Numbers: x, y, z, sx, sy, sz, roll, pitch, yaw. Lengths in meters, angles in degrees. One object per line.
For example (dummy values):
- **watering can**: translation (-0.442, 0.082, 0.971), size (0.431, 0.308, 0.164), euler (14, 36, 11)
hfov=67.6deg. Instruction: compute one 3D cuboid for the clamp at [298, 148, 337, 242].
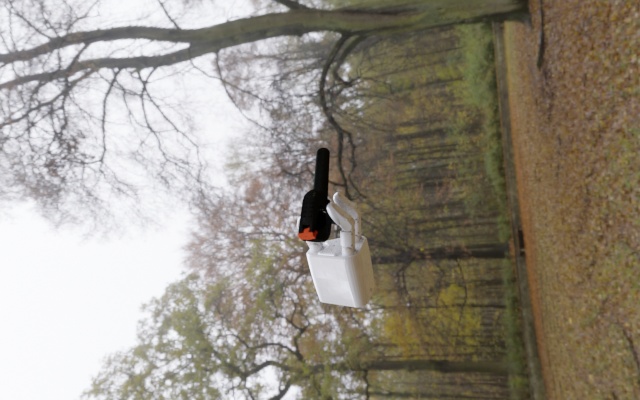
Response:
- **clamp**: translation (-0.001, 0.003, 0.860), size (0.036, 0.164, 0.210), euler (-8, 17, 20)
